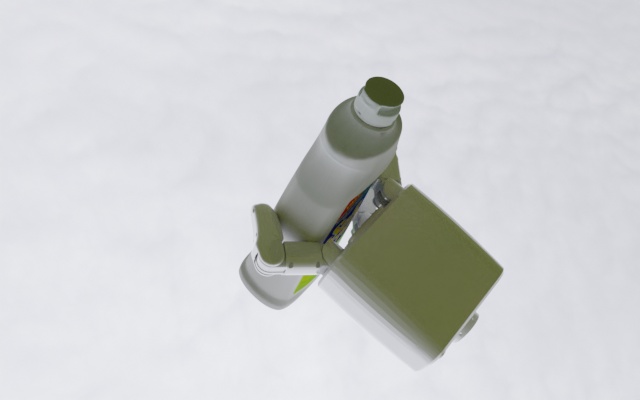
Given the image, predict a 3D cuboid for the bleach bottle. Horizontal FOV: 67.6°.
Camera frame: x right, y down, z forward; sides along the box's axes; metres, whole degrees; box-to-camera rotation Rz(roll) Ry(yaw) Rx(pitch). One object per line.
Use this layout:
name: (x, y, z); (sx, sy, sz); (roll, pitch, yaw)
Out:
bleach bottle: (0.000, 0.001, 0.405); (0.102, 0.068, 0.251); (-41, -13, -36)
